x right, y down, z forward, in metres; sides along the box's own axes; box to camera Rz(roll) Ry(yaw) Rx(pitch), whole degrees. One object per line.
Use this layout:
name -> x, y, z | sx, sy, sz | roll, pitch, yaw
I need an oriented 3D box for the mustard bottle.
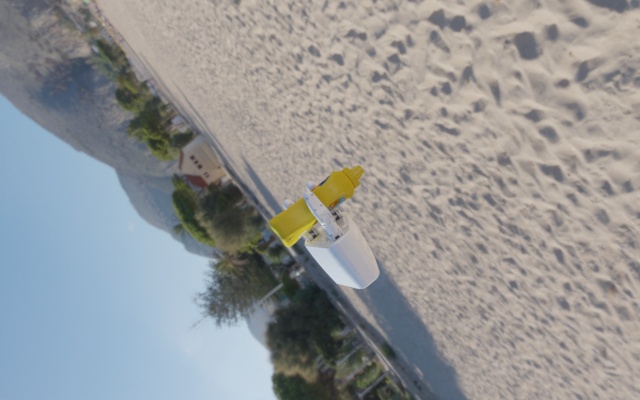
mustard bottle -> 0.000, 0.003, 0.842 | 0.191, 0.058, 0.096 | -38, -7, -7
